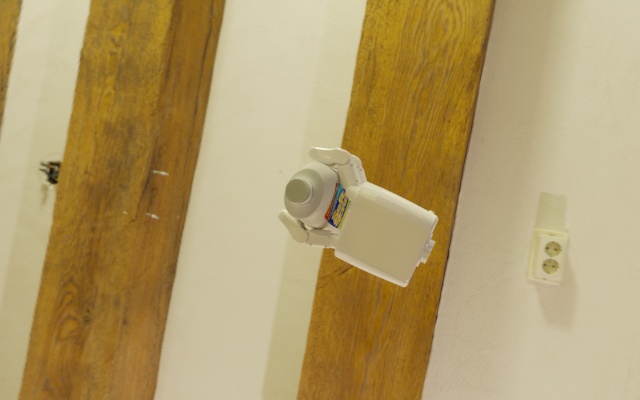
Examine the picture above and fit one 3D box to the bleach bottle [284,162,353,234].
[{"bbox_3d":[0.000,0.002,0.681,0.068,0.102,0.251,26,4,15],"label":"bleach bottle"}]
